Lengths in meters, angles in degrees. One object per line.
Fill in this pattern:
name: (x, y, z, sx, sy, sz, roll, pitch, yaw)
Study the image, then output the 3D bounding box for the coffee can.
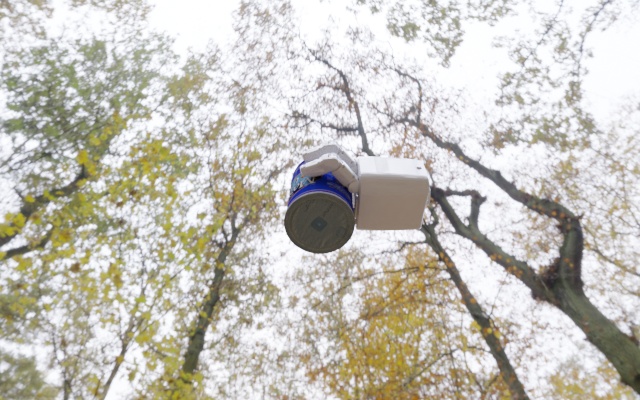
coffee can: (0.000, 0.003, 0.747, 0.103, 0.103, 0.140, 0, 28, 2)
